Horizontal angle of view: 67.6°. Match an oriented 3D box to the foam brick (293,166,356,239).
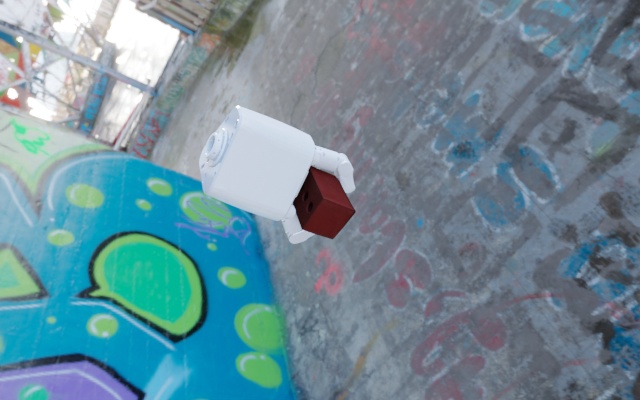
[{"bbox_3d":[0.000,0.002,0.617,0.051,0.053,0.078,21,28,-32],"label":"foam brick"}]
